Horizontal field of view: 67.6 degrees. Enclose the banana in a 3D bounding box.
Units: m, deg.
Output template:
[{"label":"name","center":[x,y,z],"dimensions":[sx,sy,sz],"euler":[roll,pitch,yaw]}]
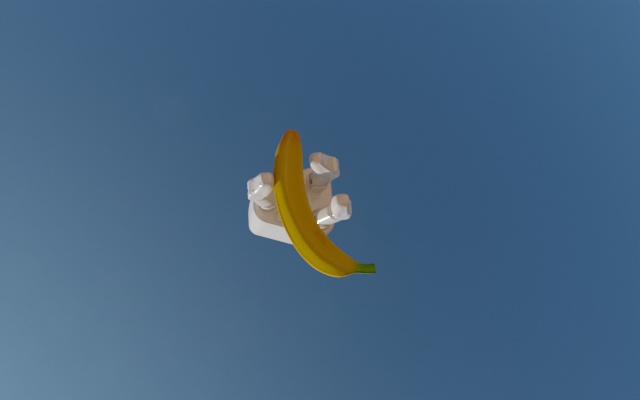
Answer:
[{"label":"banana","center":[-0.014,0.013,0.556],"dimensions":[0.069,0.197,0.037],"euler":[-27,-10,-17]}]
